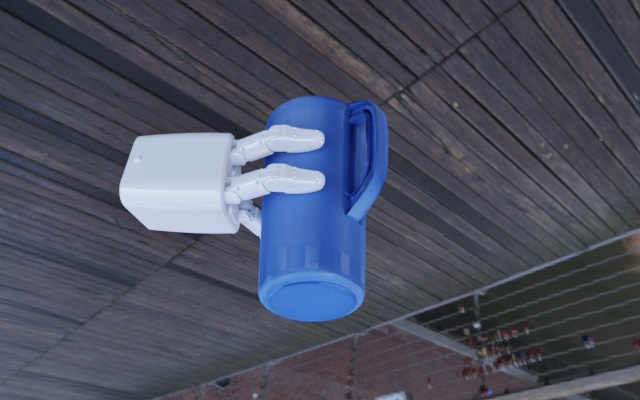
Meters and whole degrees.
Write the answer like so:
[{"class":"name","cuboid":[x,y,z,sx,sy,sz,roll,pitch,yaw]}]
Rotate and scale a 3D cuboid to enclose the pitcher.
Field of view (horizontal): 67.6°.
[{"class":"pitcher","cuboid":[0.000,0.002,0.541,0.145,0.242,0.149,1,-37,-1]}]
